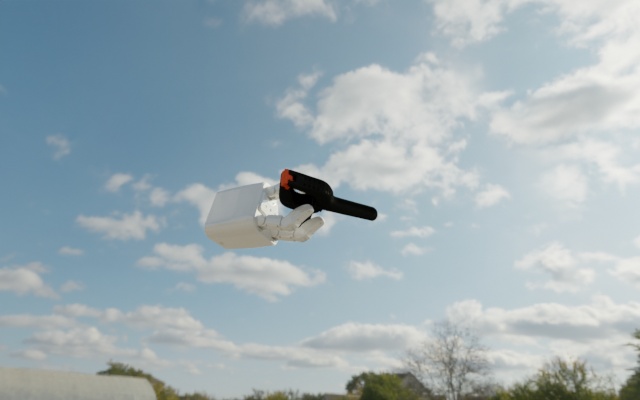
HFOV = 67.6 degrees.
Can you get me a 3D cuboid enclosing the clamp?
[{"bbox_3d":[0.000,0.002,0.838,0.164,0.036,0.210,-10,-29,19],"label":"clamp"}]
